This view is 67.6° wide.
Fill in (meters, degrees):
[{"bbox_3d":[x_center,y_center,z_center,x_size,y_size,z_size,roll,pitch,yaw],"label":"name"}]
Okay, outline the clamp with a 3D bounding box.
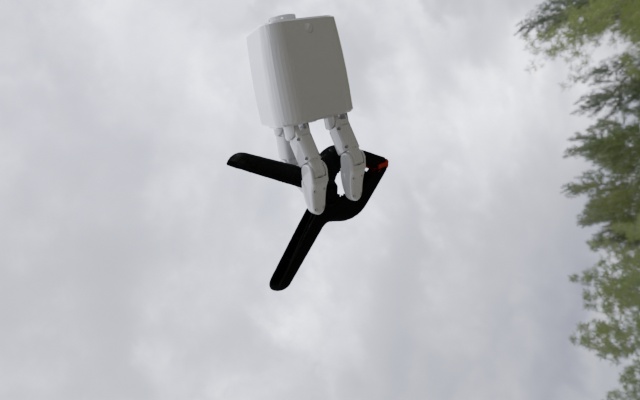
[{"bbox_3d":[0.000,0.001,0.566,0.210,0.164,0.036,-21,20,-33],"label":"clamp"}]
